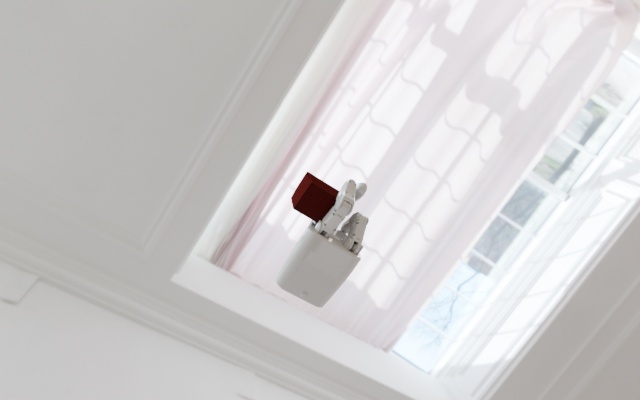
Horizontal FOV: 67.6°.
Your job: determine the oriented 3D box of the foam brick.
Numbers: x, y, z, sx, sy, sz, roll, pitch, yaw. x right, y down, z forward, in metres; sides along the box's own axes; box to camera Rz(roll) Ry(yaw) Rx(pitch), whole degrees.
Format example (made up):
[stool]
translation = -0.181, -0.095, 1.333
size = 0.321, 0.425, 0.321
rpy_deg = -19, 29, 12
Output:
[foam brick]
translation = 0.000, 0.002, 0.736
size = 0.078, 0.051, 0.053
rpy_deg = 31, 14, -18
